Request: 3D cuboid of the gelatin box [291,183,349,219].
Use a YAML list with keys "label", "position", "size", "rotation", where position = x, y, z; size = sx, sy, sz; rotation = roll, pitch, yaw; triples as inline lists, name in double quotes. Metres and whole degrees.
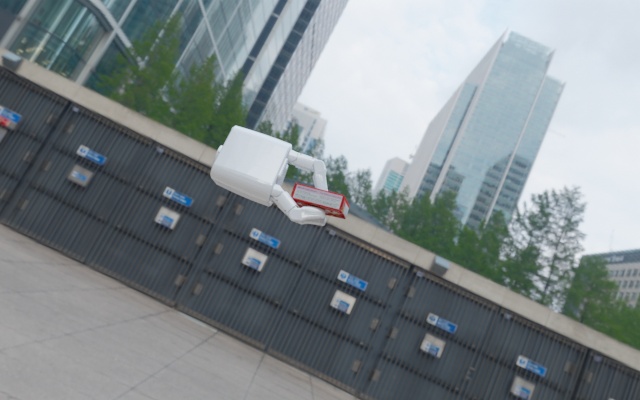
- label: "gelatin box"
  position: [0.001, 0.002, 0.812]
  size: [0.089, 0.030, 0.073]
  rotation: [14, -11, 13]
